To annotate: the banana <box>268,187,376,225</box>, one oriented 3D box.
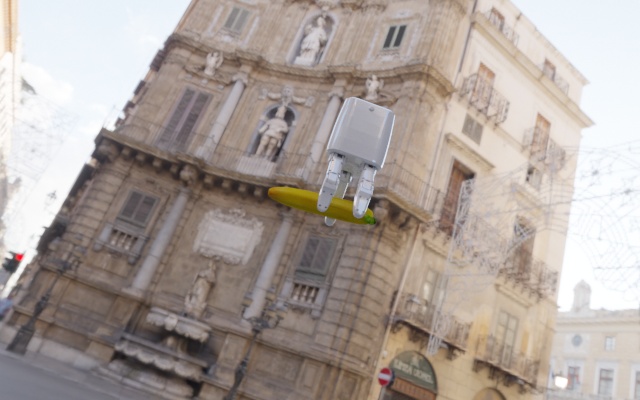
[{"bbox_3d":[0.009,0.007,0.818,0.198,0.037,0.070,13,-8,20],"label":"banana"}]
